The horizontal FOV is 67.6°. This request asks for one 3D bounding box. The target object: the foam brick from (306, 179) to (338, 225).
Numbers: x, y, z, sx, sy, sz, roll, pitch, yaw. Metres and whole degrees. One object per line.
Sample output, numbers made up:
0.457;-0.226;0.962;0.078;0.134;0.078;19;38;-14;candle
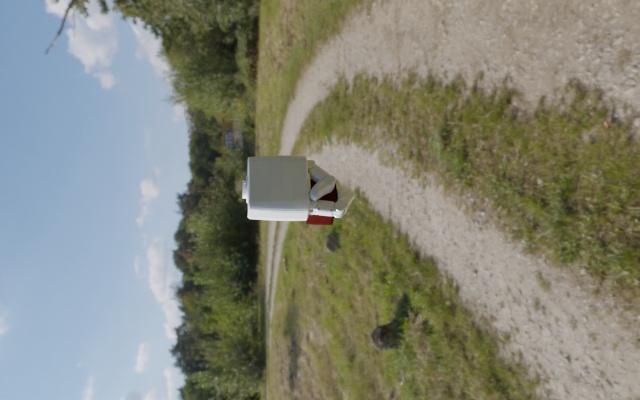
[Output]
0.000;0.003;0.895;0.051;0.053;0.078;0;-40;-9;foam brick
